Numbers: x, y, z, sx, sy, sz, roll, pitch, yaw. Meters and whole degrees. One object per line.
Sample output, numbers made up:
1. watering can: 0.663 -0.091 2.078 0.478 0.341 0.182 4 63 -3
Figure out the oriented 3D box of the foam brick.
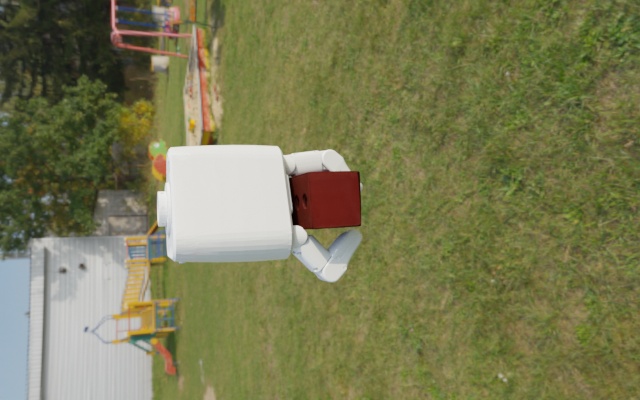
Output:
1. foam brick: 0.000 0.001 0.466 0.051 0.053 0.078 -2 -3 -22
